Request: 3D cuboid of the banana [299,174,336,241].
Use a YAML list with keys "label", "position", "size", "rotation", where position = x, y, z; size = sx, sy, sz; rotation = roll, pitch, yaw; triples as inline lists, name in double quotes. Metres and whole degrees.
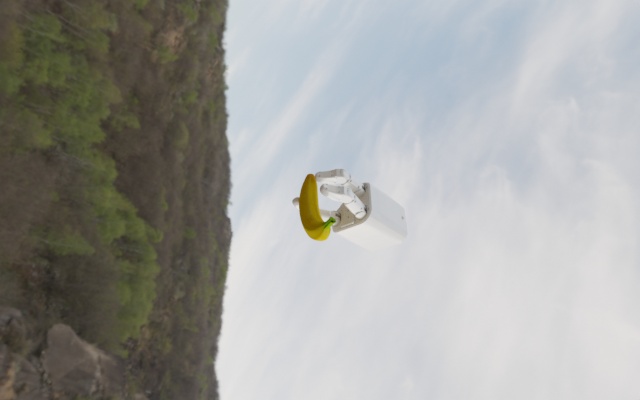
- label: "banana"
  position: [-0.010, 0.019, 0.844]
  size: [0.037, 0.070, 0.197]
  rotation: [29, 16, -25]
